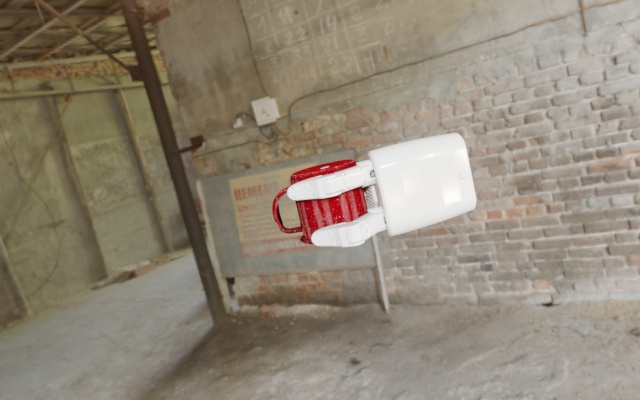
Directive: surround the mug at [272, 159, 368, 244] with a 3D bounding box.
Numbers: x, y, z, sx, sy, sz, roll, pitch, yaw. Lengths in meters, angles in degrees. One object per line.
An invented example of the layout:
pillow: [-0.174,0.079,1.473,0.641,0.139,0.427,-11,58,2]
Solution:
mug: [-0.001,0.002,0.567,0.117,0.081,0.093,-14,9,-5]
